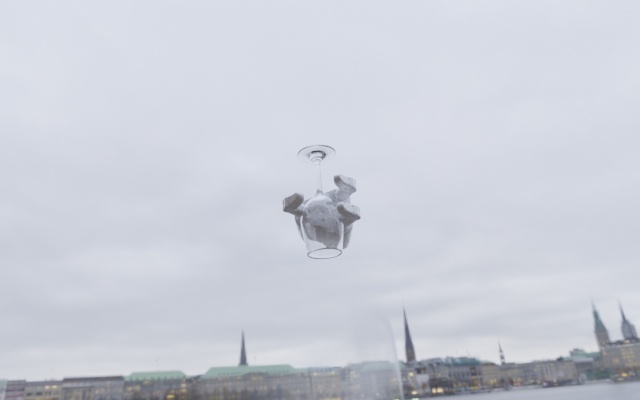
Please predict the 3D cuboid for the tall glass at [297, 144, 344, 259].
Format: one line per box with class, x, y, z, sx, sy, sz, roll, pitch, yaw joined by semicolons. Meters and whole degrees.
tall glass;0.000;0.002;0.875;0.079;0.201;0.079;-4;-23;-2
